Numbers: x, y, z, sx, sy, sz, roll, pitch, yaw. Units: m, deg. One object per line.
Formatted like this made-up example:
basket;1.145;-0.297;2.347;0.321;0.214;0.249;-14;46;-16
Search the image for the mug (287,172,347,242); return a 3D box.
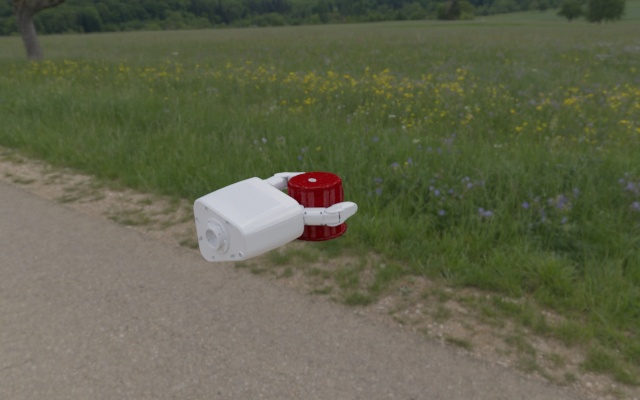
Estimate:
mug;0.001;0.002;0.728;0.093;0.081;0.117;13;25;36
